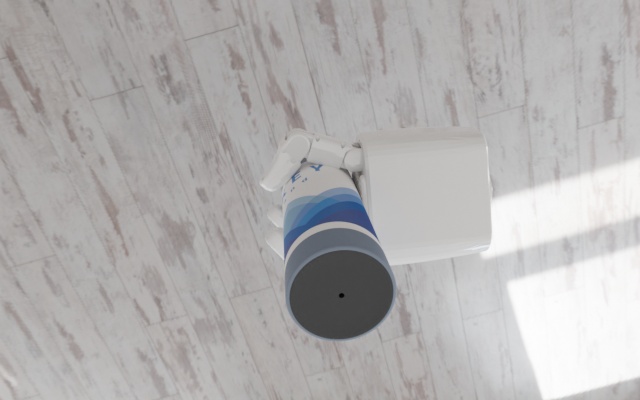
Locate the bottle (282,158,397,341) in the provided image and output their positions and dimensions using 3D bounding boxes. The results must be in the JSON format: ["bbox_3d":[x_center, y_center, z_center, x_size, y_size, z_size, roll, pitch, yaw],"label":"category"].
[{"bbox_3d":[0.000,0.001,0.416,0.069,0.069,0.295,0,22,-5],"label":"bottle"}]
